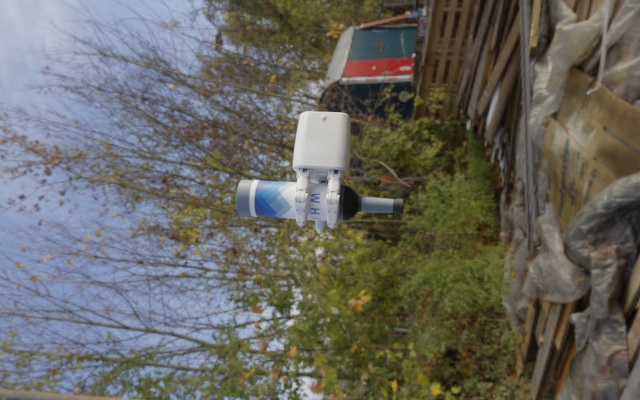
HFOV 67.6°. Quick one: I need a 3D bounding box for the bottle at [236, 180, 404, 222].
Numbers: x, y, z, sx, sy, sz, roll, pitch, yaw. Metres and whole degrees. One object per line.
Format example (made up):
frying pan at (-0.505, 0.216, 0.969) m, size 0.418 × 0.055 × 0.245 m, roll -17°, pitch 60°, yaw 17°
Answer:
bottle at (0.000, 0.003, 0.863) m, size 0.296 × 0.069 × 0.069 m, roll 3°, pitch 0°, yaw 7°
